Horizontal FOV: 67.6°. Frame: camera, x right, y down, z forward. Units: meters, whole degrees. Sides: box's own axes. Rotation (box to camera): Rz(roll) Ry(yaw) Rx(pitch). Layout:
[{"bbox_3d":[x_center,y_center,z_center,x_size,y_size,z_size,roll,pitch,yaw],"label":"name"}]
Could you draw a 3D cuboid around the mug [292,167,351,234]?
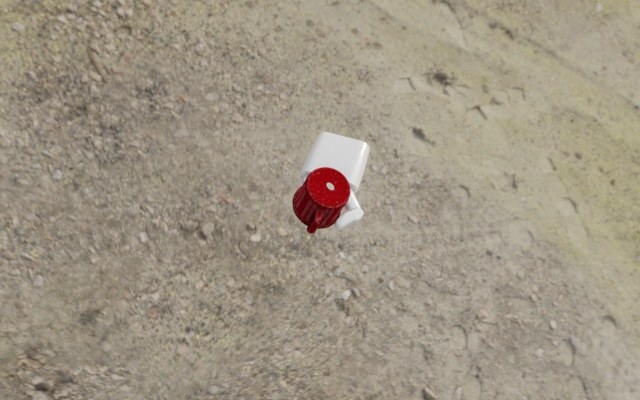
[{"bbox_3d":[0.000,0.004,0.838,0.093,0.117,0.081,24,-29,-5],"label":"mug"}]
